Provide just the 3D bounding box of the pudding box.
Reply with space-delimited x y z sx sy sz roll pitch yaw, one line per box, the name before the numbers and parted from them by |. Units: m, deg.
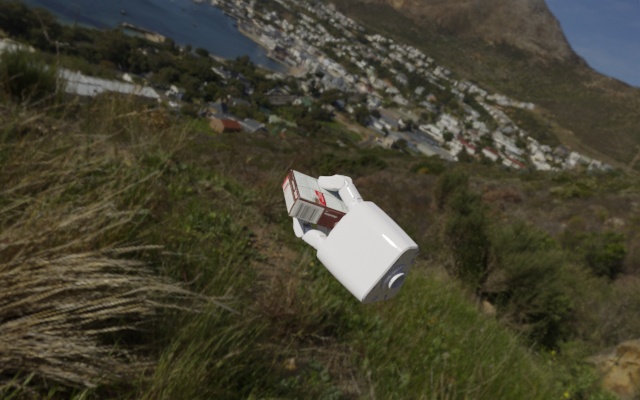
pudding box | 0.000 0.002 0.763 0.113 0.039 0.090 20 25 -23
